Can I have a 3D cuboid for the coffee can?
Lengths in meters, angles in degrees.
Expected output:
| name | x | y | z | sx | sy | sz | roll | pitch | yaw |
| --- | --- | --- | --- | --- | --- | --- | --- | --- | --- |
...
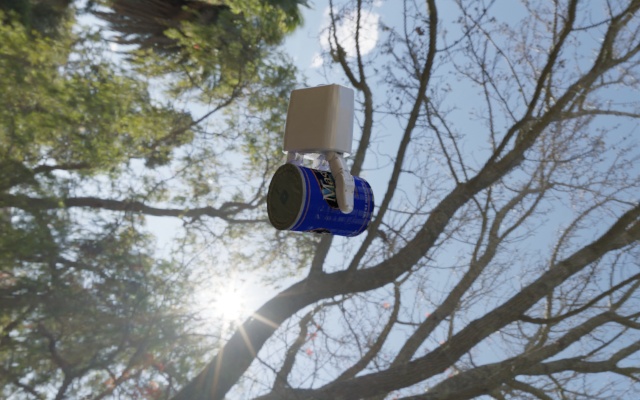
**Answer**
| name | x | y | z | sx | sy | sz | roll | pitch | yaw |
| --- | --- | --- | --- | --- | --- | --- | --- | --- | --- |
| coffee can | 0.000 | 0.003 | 0.759 | 0.140 | 0.103 | 0.103 | 8 | -5 | -36 |
